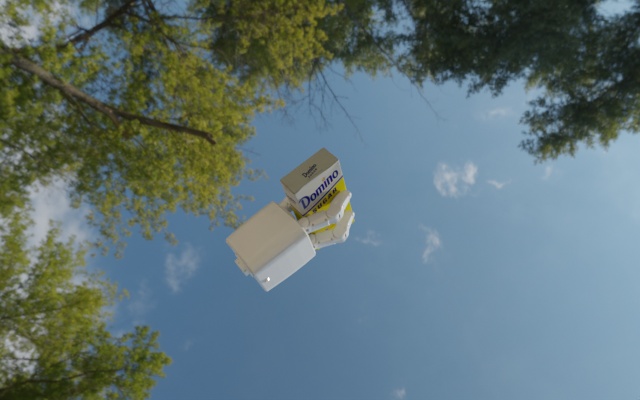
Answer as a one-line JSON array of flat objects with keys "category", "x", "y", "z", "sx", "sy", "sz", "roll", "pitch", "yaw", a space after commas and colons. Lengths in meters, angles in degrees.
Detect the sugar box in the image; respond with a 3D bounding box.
[{"category": "sugar box", "x": 0.000, "y": 0.003, "z": 0.805, "sx": 0.048, "sy": 0.093, "sz": 0.176, "roll": 43, "pitch": -16, "yaw": 32}]
